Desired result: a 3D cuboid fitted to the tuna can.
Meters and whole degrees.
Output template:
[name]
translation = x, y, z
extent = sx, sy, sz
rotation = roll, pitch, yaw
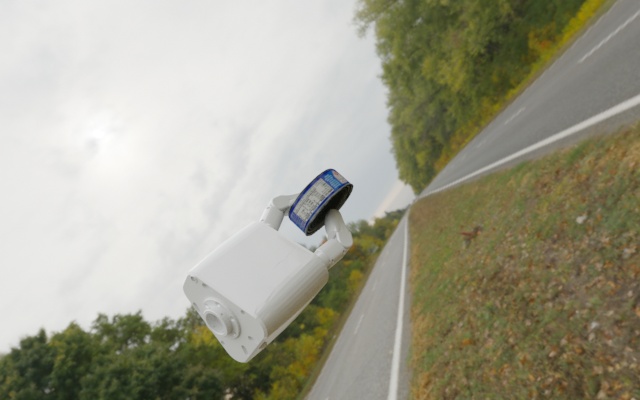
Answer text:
[tuna can]
translation = 0.000, 0.002, 0.592
extent = 0.033, 0.086, 0.086
rotation = 42, 11, 13
